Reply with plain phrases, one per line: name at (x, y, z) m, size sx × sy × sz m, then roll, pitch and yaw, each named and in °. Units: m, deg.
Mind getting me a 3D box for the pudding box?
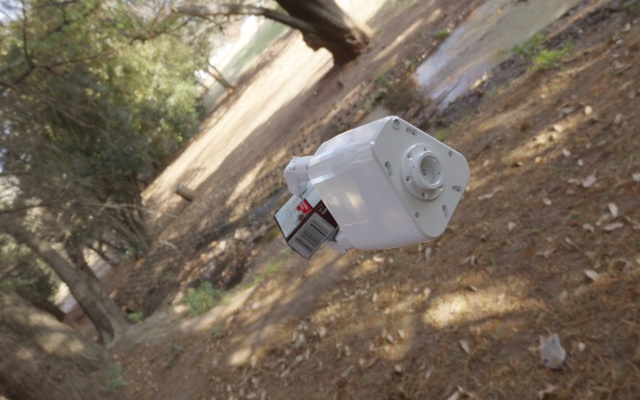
pudding box at (0.000, 0.002, 0.550) m, size 0.039 × 0.113 × 0.090 m, roll 42°, pitch 2°, yaw -20°
